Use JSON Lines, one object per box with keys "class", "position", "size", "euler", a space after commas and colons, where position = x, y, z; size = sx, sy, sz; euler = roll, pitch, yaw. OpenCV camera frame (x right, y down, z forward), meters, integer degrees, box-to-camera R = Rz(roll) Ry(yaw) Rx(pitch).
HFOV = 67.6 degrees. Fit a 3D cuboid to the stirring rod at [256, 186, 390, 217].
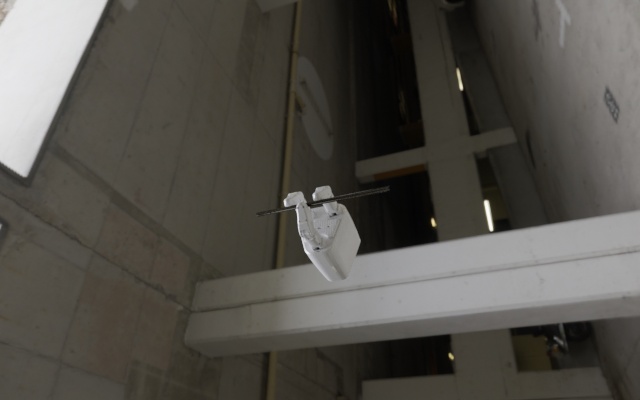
{"class": "stirring rod", "position": [0.000, 0.003, 0.810], "size": [0.239, 0.011, 0.011], "euler": [-11, -4, 18]}
